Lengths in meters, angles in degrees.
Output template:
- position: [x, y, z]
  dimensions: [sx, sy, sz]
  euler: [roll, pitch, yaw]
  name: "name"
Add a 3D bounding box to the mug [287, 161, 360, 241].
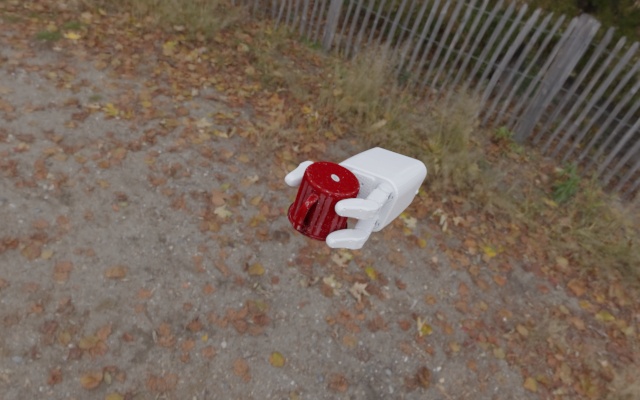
- position: [-0.001, 0.003, 0.675]
  dimensions: [0.093, 0.081, 0.117]
  euler: [34, 38, 19]
  name: "mug"
